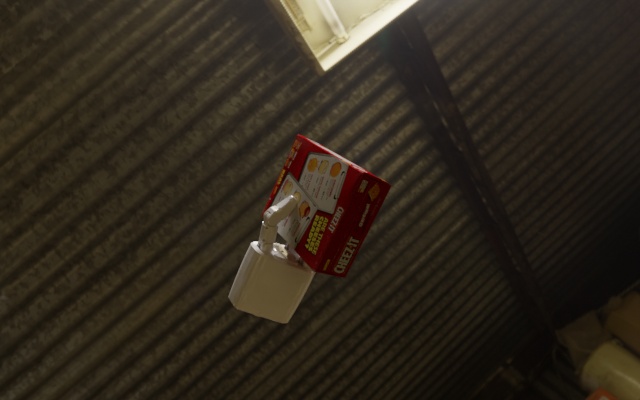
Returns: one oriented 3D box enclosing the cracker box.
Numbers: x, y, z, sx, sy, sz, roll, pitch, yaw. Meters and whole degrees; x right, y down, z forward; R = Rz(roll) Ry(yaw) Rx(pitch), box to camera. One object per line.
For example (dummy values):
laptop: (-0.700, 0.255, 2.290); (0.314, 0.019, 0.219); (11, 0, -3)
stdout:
cracker box: (0.000, 0.002, 0.783); (0.072, 0.164, 0.213); (19, 11, -36)
